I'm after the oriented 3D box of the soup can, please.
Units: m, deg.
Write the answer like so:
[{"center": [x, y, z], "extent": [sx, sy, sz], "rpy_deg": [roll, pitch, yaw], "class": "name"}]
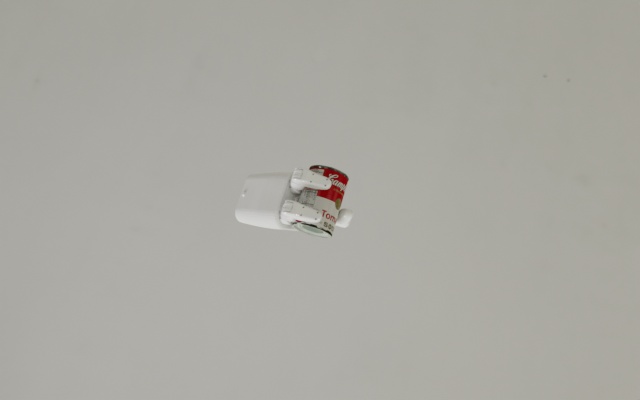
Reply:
[{"center": [0.000, 0.003, 0.770], "extent": [0.068, 0.102, 0.068], "rpy_deg": [16, -16, 5], "class": "soup can"}]
